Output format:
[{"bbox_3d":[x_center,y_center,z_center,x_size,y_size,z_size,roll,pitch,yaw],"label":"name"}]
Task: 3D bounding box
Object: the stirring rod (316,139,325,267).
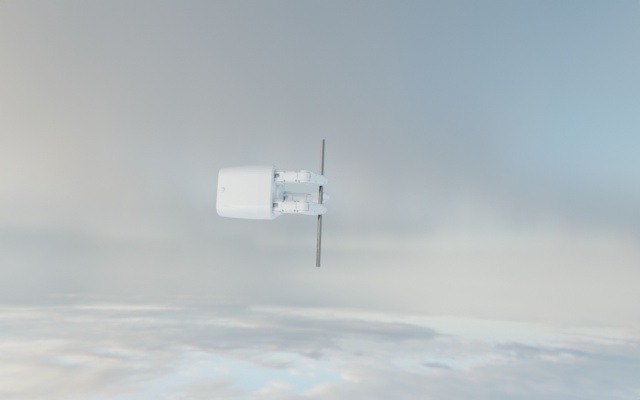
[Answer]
[{"bbox_3d":[0.000,0.003,0.891,0.011,0.239,0.011,2,-9,0],"label":"stirring rod"}]
